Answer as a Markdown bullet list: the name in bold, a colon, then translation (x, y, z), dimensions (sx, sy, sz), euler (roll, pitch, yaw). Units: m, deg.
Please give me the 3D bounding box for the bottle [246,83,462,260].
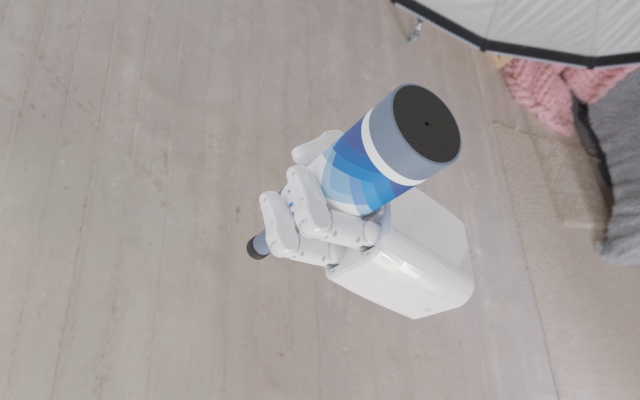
- **bottle**: translation (0.000, 0.001, 0.447), dimensions (0.069, 0.069, 0.296), euler (0, -22, -33)
